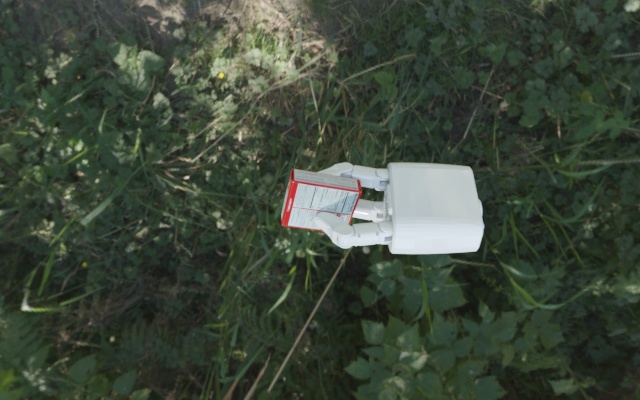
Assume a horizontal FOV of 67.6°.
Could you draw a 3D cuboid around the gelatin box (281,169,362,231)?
[{"bbox_3d":[0.000,0.002,0.602,0.089,0.073,0.030,8,39,-11],"label":"gelatin box"}]
